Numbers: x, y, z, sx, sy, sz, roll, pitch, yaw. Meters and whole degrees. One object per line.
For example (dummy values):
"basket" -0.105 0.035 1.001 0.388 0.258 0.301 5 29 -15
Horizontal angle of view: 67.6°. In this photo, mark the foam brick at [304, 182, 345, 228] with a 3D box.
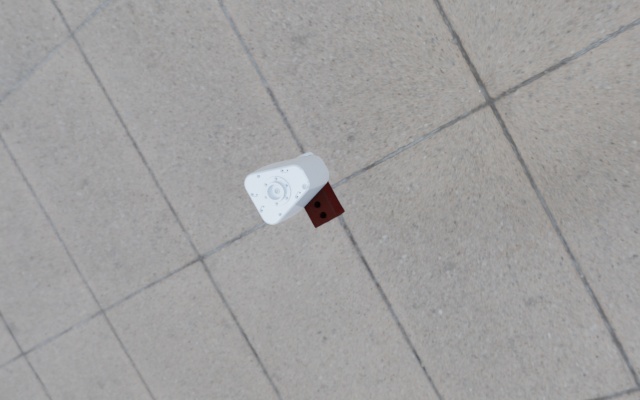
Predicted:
"foam brick" 0.000 0.003 0.883 0.053 0.078 0.051 -29 2 19
